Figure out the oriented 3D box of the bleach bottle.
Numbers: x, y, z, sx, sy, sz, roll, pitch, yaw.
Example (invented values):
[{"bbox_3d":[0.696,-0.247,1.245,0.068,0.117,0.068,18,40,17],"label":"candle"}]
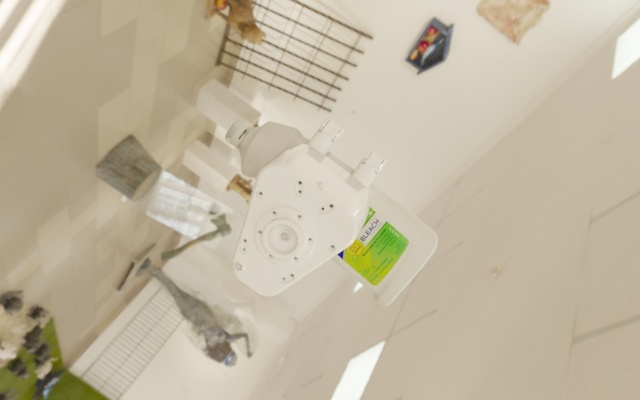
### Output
[{"bbox_3d":[0.000,0.002,0.526,0.251,0.102,0.068,36,17,-1],"label":"bleach bottle"}]
